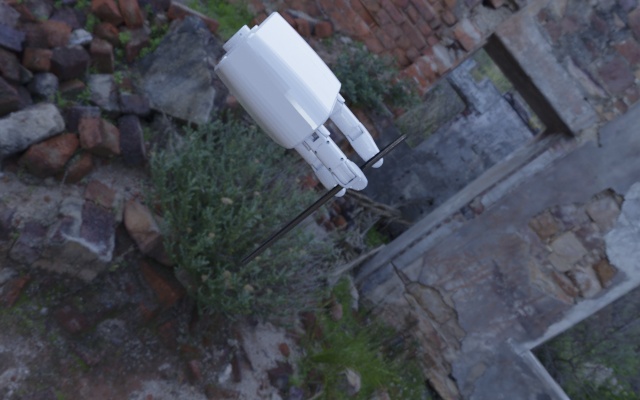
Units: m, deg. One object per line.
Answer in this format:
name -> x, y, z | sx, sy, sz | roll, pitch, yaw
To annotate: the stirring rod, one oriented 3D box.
stirring rod -> 0.000, 0.002, 0.542 | 0.239, 0.011, 0.011 | -38, -11, 14
